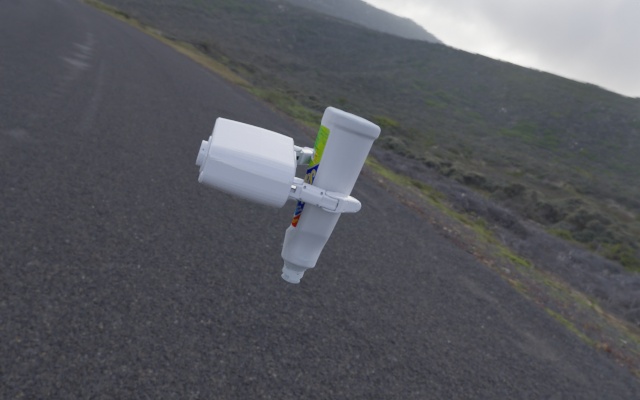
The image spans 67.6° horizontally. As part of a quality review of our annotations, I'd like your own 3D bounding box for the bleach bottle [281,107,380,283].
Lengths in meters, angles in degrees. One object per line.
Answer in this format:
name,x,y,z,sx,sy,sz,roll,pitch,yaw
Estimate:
bleach bottle,0.000,0.002,0.661,0.068,0.251,0.102,17,14,-15
